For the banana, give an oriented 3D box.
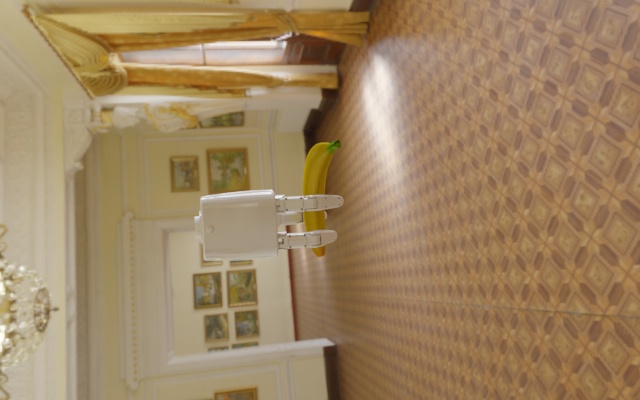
[{"bbox_3d":[-0.005,-0.009,0.747,0.037,0.198,0.069,-3,27,-19],"label":"banana"}]
